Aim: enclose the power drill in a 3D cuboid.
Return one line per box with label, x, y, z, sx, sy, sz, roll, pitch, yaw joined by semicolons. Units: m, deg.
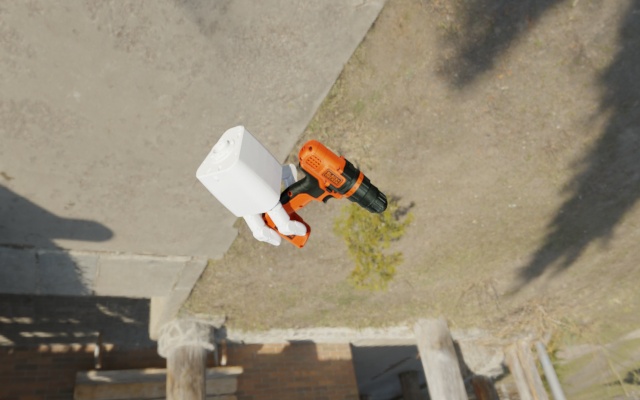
power drill;0.000;0.003;0.848;0.184;0.188;0.057;37;30;-17
